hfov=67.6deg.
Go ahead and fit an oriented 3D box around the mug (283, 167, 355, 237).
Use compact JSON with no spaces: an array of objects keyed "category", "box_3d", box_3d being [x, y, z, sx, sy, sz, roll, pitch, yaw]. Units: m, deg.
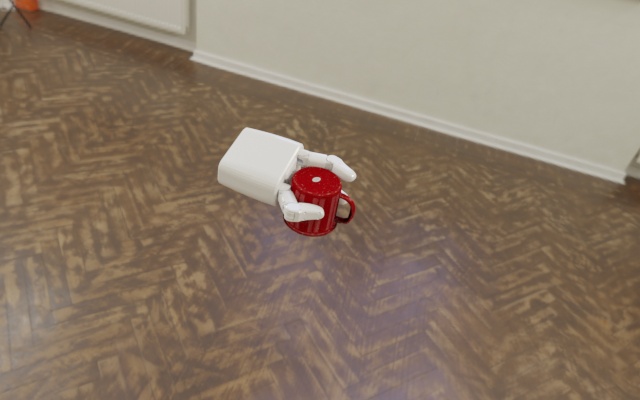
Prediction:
[{"category":"mug","box_3d":[0.001,0.003,0.777,0.117,0.082,0.093,19,38,10]}]
